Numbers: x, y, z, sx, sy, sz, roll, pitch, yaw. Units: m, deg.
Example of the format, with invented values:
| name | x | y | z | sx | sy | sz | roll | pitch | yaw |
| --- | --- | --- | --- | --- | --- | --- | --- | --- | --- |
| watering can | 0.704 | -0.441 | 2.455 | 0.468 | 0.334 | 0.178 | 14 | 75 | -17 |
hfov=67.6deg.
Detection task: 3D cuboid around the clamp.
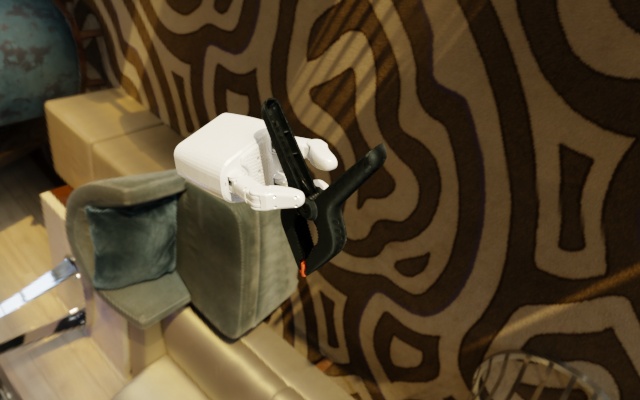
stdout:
| name | x | y | z | sx | sy | sz | roll | pitch | yaw |
| --- | --- | --- | --- | --- | --- | --- | --- | --- | --- |
| clamp | -0.001 | 0.002 | 0.533 | 0.164 | 0.210 | 0.036 | 23 | 36 | 38 |
